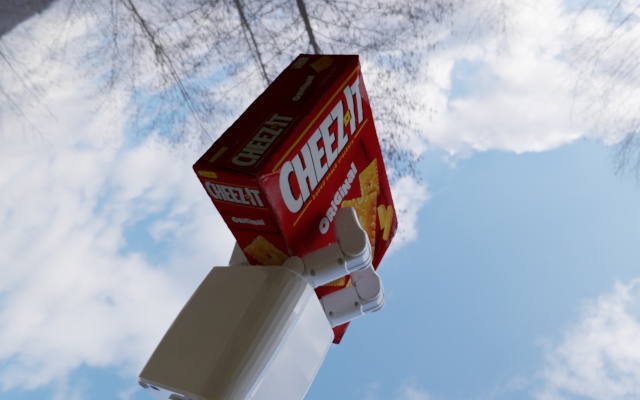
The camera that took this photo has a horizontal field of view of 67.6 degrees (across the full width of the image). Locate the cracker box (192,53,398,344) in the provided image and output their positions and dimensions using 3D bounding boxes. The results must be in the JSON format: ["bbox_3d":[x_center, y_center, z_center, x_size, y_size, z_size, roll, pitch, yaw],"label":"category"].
[{"bbox_3d":[0.000,0.002,0.438,0.072,0.214,0.164,10,49,30],"label":"cracker box"}]
